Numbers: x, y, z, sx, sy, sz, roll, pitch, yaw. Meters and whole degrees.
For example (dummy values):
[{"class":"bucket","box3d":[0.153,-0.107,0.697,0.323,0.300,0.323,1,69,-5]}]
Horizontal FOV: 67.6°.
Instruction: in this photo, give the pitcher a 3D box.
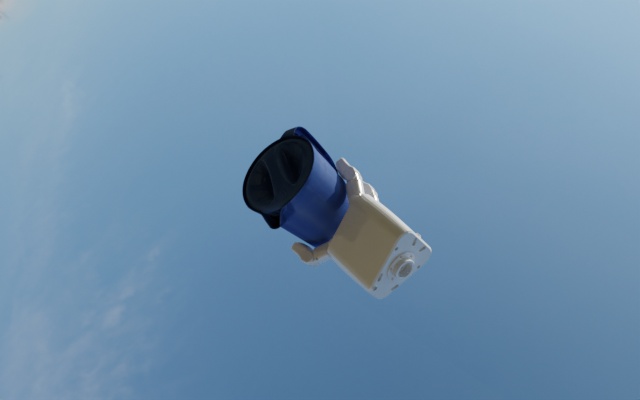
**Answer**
[{"class":"pitcher","box3d":[0.000,0.003,0.786,0.243,0.149,0.145,40,1,-44]}]
